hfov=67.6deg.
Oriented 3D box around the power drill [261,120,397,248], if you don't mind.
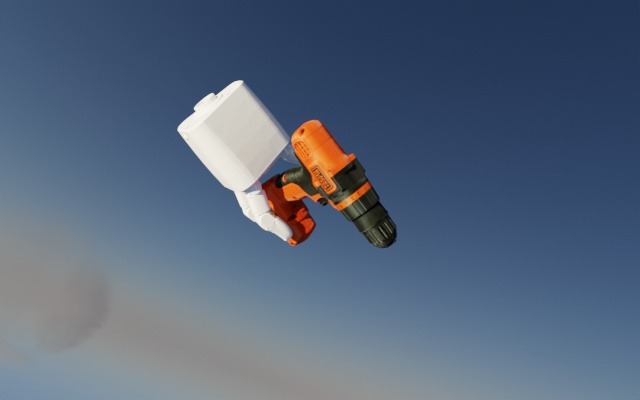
[{"bbox_3d":[0.000,0.002,0.647,0.057,0.184,0.188,-38,4,-36],"label":"power drill"}]
